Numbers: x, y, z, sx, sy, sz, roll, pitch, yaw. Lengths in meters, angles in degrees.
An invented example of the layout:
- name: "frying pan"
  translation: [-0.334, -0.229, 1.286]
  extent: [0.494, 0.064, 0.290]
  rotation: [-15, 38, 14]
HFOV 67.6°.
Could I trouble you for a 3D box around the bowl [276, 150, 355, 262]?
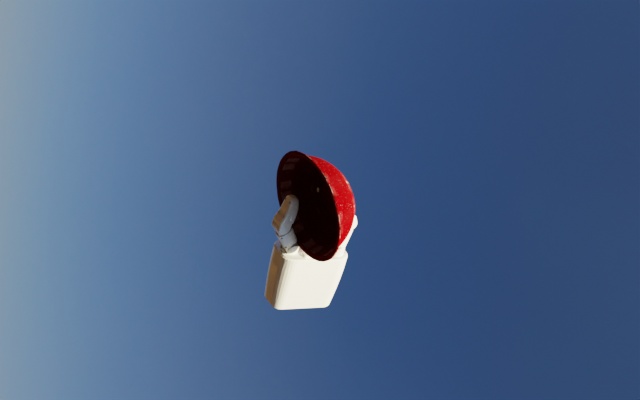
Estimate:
- name: "bowl"
  translation: [0.001, 0.001, 0.679]
  extent: [0.055, 0.162, 0.162]
  rotation: [-19, 10, -29]
